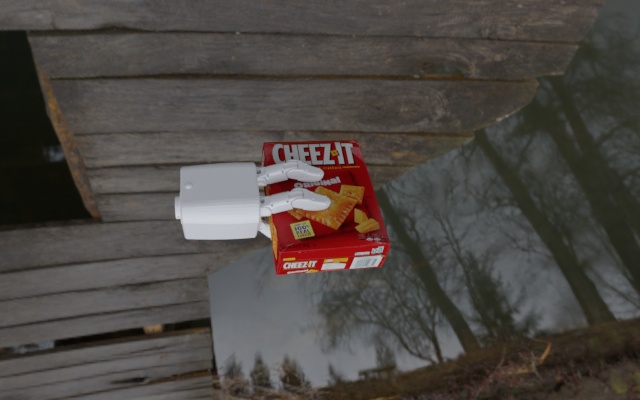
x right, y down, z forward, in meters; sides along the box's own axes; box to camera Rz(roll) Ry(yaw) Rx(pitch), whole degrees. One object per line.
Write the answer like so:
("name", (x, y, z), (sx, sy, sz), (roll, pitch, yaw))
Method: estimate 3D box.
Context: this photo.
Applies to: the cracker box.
("cracker box", (0.000, 0.003, 0.739), (0.164, 0.213, 0.072), (-3, -37, -13))
